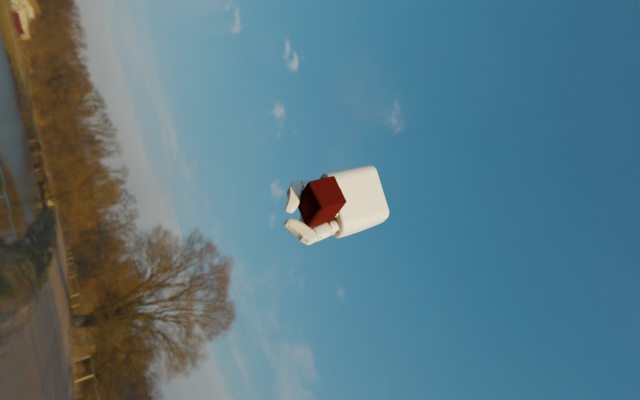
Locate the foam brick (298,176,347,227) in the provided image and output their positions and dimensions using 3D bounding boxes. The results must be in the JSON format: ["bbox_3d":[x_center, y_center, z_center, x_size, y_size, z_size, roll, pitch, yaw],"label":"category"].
[{"bbox_3d":[0.000,0.003,0.807,0.051,0.053,0.078,-15,-21,-27],"label":"foam brick"}]
